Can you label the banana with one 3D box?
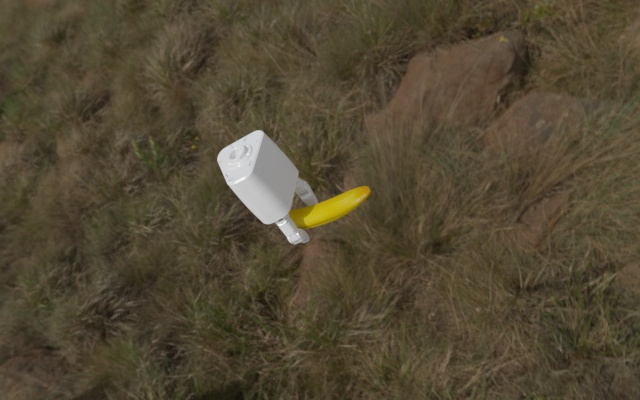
[{"bbox_3d":[-0.007,0.017,0.836,0.198,0.069,0.037,-13,-49,30],"label":"banana"}]
